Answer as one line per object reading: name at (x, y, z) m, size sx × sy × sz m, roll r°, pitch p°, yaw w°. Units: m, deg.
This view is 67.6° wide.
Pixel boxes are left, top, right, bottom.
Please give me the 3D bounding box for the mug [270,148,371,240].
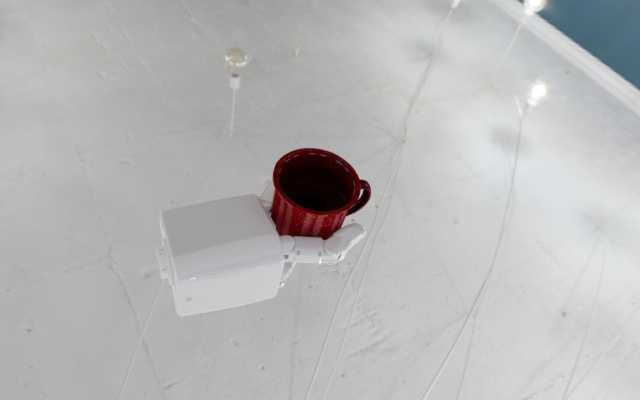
mug at (0.001, 0.002, 0.527) m, size 0.117 × 0.093 × 0.082 m, roll -9°, pitch -36°, yaw -22°
